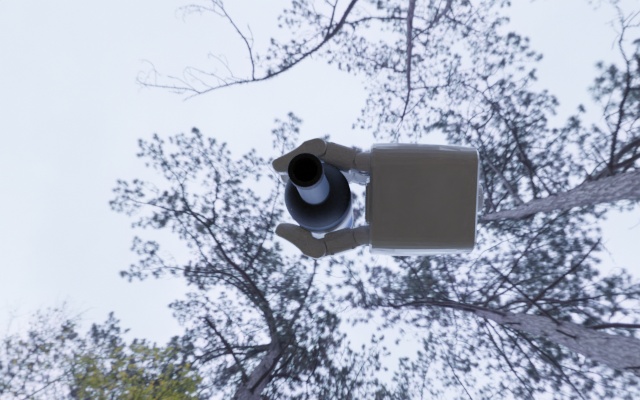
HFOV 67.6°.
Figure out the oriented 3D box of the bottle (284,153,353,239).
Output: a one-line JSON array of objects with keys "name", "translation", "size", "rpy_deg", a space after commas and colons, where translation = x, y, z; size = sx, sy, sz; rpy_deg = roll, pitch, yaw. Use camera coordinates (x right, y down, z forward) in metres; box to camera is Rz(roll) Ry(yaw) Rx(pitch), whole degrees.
[{"name": "bottle", "translation": [0.000, 0.002, 0.507], "size": [0.069, 0.069, 0.296], "rpy_deg": [0, -10, 5]}]
